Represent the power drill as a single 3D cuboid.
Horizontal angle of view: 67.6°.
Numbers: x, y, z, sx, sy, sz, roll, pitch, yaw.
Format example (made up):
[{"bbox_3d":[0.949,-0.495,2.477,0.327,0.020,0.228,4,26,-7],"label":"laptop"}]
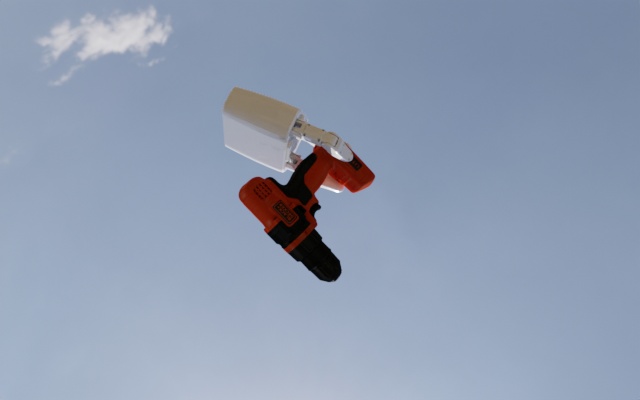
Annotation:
[{"bbox_3d":[0.000,0.002,0.700,0.187,0.184,0.057,-46,4,-35],"label":"power drill"}]
